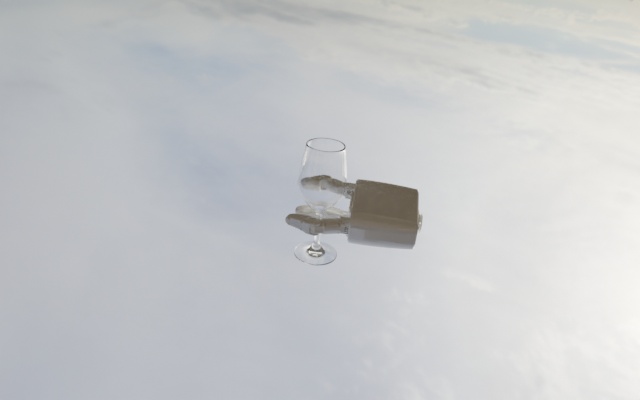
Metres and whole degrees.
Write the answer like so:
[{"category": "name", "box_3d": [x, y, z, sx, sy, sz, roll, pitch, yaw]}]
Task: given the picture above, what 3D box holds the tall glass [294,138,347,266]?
[{"category": "tall glass", "box_3d": [0.000, 0.003, 0.778, 0.079, 0.201, 0.079, 4, 27, -2]}]
